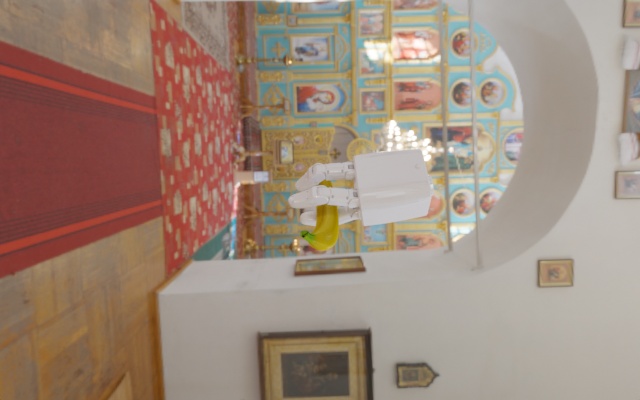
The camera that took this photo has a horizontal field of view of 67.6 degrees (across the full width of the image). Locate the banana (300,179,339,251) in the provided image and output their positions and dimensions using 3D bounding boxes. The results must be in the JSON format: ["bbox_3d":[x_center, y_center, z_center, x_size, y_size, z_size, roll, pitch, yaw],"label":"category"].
[{"bbox_3d":[0.006,0.020,0.743,0.037,0.070,0.197,-14,29,13],"label":"banana"}]
